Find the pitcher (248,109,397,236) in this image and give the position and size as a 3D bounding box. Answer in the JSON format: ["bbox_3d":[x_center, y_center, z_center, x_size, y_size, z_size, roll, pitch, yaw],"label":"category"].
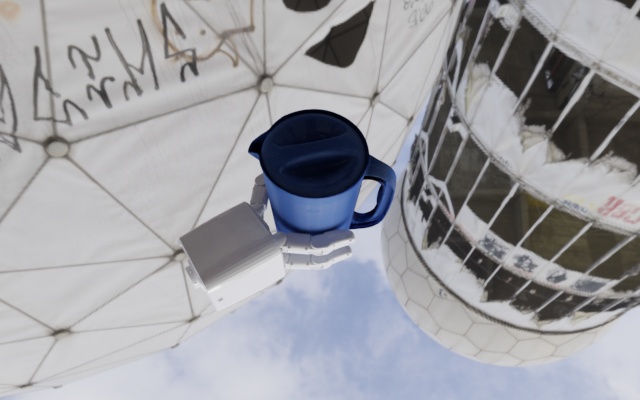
[{"bbox_3d":[0.000,0.002,0.666,0.145,0.149,0.243,-29,-26,-17],"label":"pitcher"}]
